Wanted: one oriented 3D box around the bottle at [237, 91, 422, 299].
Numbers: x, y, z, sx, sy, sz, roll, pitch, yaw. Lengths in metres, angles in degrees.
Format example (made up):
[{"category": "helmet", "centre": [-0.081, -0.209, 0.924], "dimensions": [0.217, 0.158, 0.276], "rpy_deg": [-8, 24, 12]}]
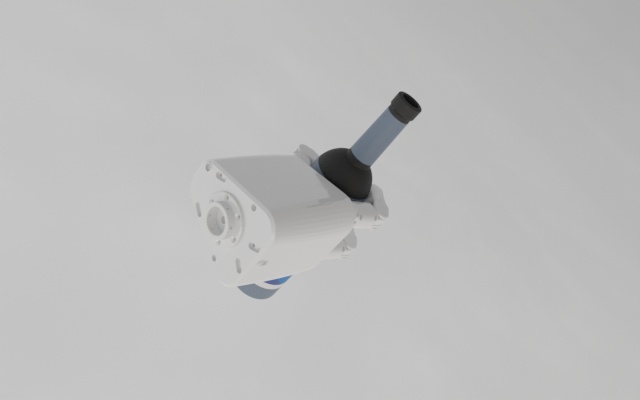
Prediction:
[{"category": "bottle", "centre": [0.000, 0.002, 0.516], "dimensions": [0.069, 0.069, 0.296], "rpy_deg": [0, -39, -47]}]
